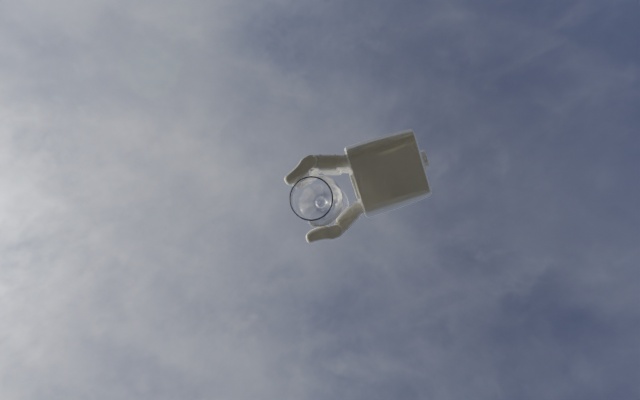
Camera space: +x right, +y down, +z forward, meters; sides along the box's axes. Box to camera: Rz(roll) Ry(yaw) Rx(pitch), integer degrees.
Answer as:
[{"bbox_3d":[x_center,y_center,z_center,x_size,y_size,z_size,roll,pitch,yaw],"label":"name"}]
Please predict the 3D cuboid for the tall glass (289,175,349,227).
[{"bbox_3d":[0.000,0.003,0.753,0.079,0.079,0.201,0,-3,8],"label":"tall glass"}]
